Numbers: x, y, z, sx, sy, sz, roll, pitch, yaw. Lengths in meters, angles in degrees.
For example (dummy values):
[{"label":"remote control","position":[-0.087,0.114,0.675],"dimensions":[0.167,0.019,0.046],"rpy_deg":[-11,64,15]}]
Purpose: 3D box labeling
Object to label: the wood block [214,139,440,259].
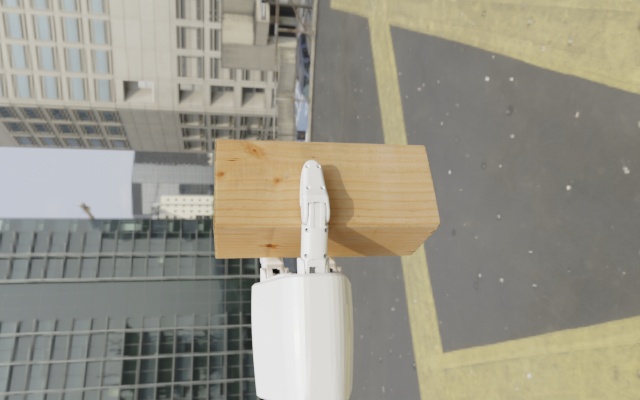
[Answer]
[{"label":"wood block","position":[0.000,0.002,0.478],"dimensions":[0.206,0.090,0.091],"rpy_deg":[0,-26,-11]}]
